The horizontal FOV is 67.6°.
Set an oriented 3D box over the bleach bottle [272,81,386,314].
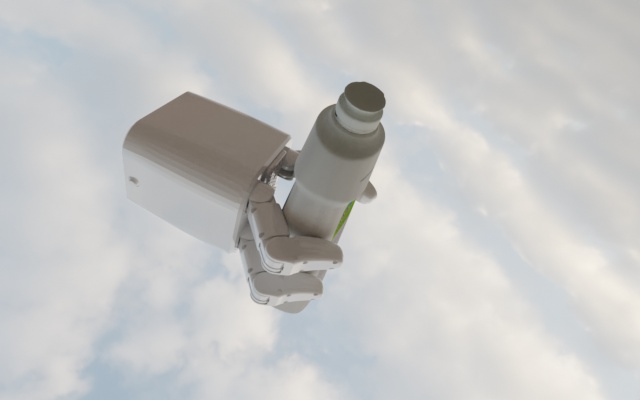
[{"bbox_3d":[0.000,0.001,0.403,0.068,0.102,0.251,26,-39,2],"label":"bleach bottle"}]
